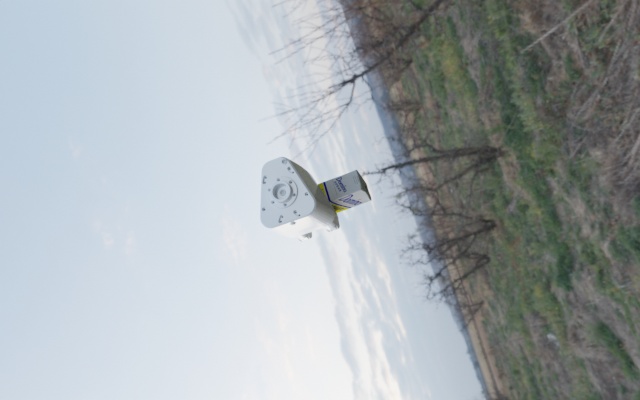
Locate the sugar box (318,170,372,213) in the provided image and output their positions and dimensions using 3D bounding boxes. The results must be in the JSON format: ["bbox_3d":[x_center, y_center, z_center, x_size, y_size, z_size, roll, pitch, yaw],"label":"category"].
[{"bbox_3d":[0.000,0.003,0.880,0.176,0.048,0.093,-18,-17,12],"label":"sugar box"}]
